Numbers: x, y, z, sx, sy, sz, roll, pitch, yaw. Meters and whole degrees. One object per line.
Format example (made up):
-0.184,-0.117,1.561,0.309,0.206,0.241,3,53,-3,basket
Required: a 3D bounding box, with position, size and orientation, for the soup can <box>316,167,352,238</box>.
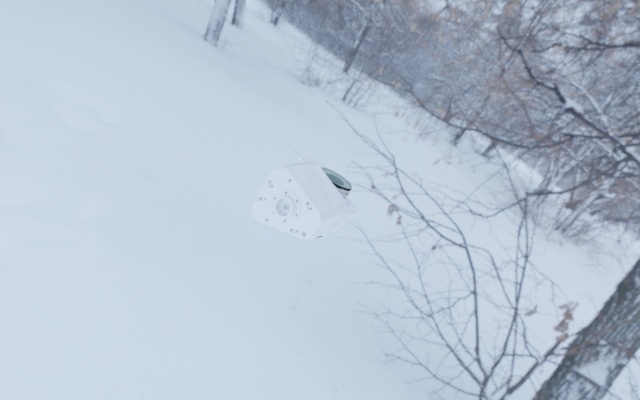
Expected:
0.001,0.002,0.814,0.068,0.102,0.068,28,19,-10,soup can
